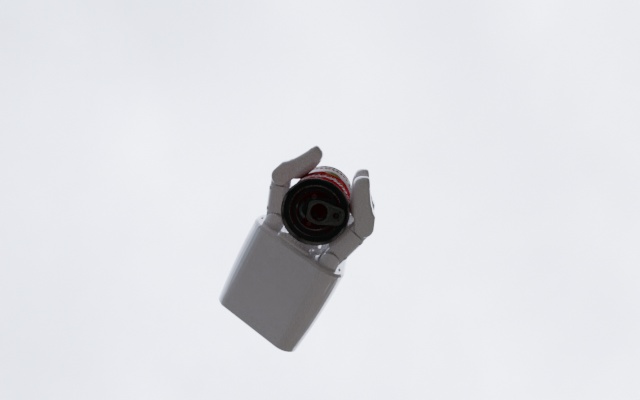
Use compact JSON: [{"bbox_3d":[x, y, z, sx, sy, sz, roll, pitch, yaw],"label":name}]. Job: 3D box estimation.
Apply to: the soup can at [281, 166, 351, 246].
[{"bbox_3d":[0.000,0.001,0.513,0.068,0.068,0.102,0,12,6],"label":"soup can"}]
